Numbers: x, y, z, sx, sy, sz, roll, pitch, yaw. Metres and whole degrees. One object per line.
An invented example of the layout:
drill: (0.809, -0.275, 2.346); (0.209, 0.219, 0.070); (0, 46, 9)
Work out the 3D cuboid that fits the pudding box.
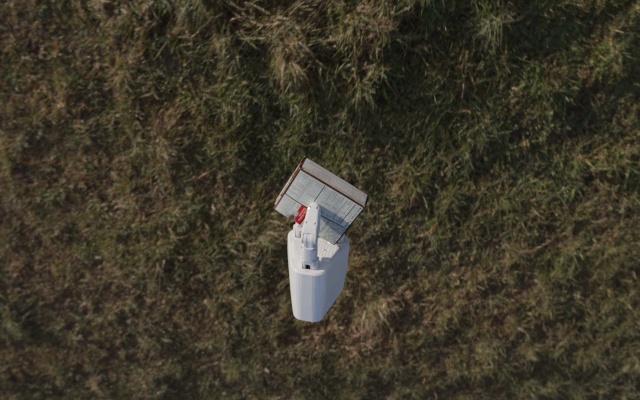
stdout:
pudding box: (0.000, 0.002, 0.701); (0.113, 0.090, 0.039); (30, 34, -8)
